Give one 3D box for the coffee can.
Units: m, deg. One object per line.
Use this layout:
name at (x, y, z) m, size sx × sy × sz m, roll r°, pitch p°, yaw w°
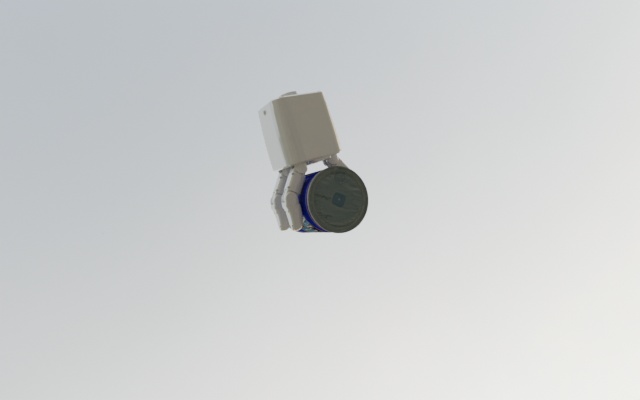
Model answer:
coffee can at (0.000, 0.003, 0.786) m, size 0.103 × 0.103 × 0.140 m, roll 0°, pitch -4°, yaw -24°
